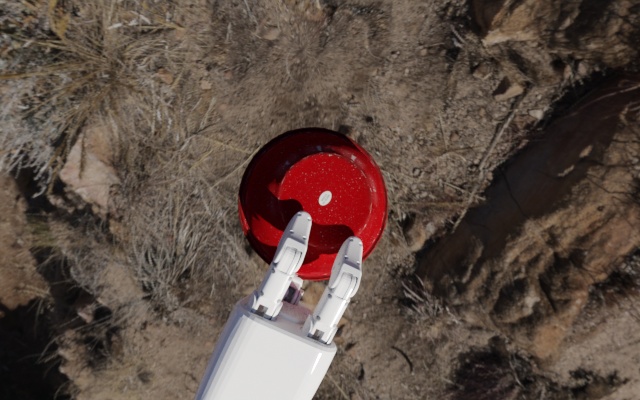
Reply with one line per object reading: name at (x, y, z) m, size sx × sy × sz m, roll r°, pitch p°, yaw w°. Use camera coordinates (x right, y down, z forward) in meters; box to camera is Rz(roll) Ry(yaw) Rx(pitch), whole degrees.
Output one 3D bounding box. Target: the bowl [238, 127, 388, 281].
bowl at (0.000, 0.000, 0.478) m, size 0.162 × 0.162 × 0.055 m, roll 0°, pitch -3°, yaw -12°
